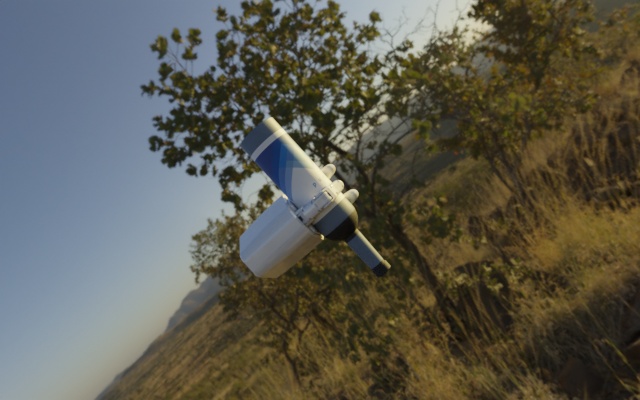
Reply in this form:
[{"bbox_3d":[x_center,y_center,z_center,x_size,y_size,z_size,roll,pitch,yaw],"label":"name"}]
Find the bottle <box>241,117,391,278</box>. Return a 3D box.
[{"bbox_3d":[0.000,0.002,0.740,0.069,0.296,0.069,-42,1,1],"label":"bottle"}]
